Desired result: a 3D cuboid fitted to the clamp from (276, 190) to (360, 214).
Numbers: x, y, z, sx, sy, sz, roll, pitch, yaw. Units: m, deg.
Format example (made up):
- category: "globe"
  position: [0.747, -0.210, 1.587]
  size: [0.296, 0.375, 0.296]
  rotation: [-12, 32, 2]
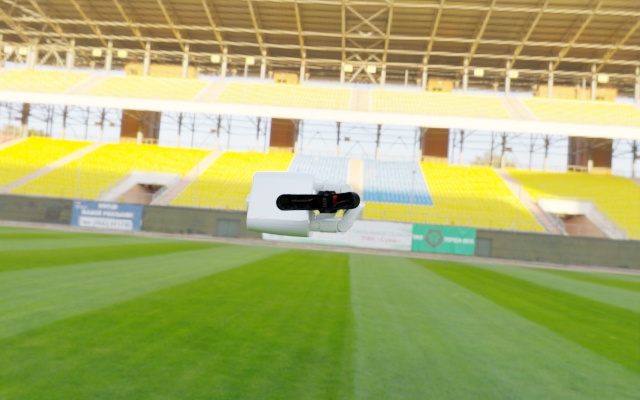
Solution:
- category: "clamp"
  position: [0.000, 0.002, 0.736]
  size: [0.120, 0.039, 0.171]
  rotation: [4, -3, 4]
